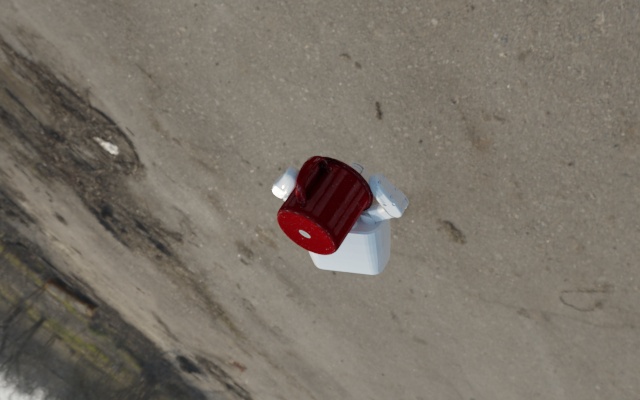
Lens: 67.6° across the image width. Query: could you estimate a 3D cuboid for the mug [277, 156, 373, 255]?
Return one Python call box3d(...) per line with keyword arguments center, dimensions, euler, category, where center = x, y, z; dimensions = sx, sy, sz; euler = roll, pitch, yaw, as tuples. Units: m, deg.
box3d(center=(0.000, 0.001, 0.549), dimensions=(0.093, 0.081, 0.117), euler=(17, -34, 28), category="mug")
